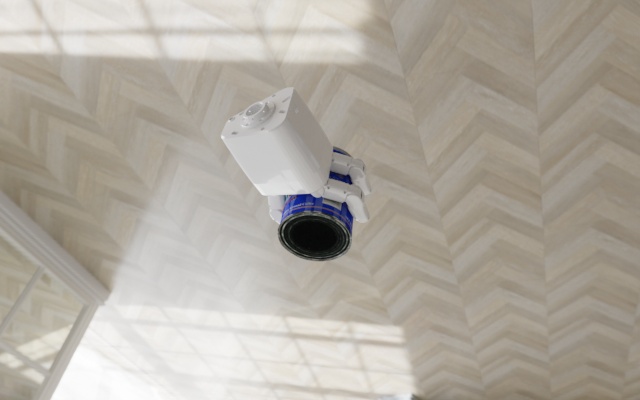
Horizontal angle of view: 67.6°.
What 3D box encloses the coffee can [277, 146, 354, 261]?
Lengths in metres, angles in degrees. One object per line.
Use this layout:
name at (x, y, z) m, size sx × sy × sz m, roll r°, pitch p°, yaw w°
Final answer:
coffee can at (0.000, 0.002, 0.695) m, size 0.103 × 0.140 × 0.103 m, roll 5°, pitch -44°, yaw 5°
